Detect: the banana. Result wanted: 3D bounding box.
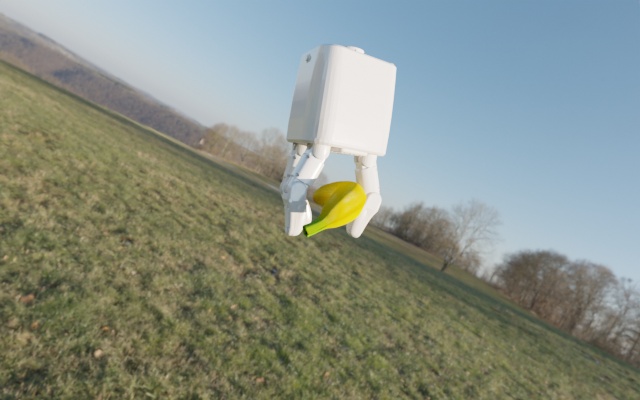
[{"bbox_3d":[0.018,-0.001,0.554,0.069,0.037,0.198,-11,8,4],"label":"banana"}]
